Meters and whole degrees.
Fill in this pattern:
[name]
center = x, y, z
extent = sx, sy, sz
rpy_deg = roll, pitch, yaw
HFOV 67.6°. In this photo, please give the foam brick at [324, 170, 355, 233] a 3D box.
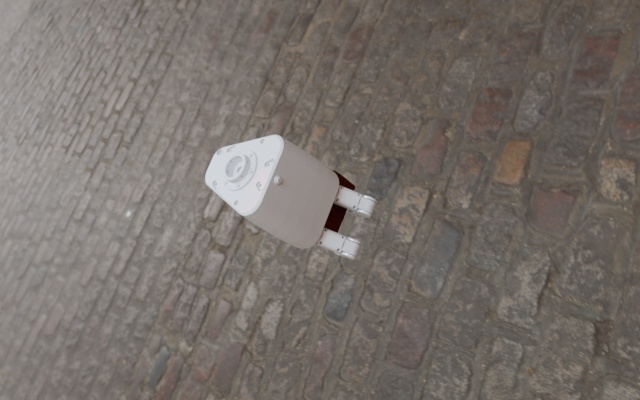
[foam brick]
center = 0.000, 0.002, 0.612
extent = 0.053, 0.078, 0.051
rpy_deg = 12, -14, 39
